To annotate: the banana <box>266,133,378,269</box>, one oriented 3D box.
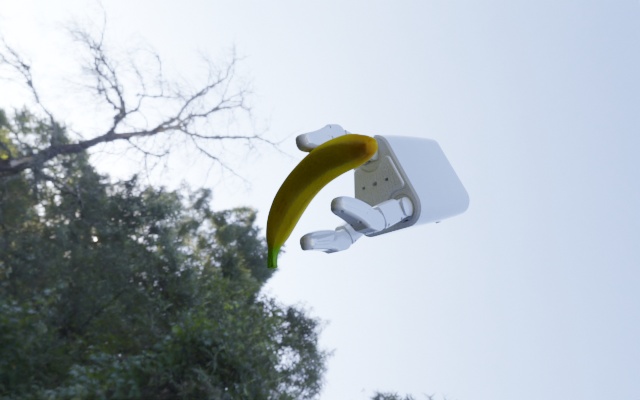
[{"bbox_3d":[-0.009,-0.011,0.490,0.037,0.069,0.198,0,-40,-39],"label":"banana"}]
